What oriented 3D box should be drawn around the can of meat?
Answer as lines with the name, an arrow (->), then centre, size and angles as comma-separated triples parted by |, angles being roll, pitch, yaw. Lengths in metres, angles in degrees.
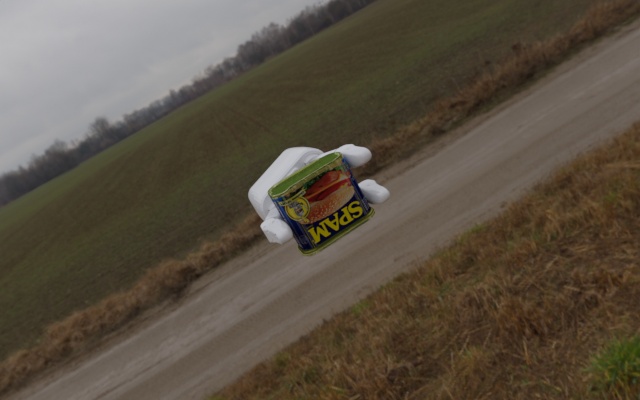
can of meat -> 0.000, 0.002, 0.562 | 0.102, 0.084, 0.057 | -32, 17, -9
